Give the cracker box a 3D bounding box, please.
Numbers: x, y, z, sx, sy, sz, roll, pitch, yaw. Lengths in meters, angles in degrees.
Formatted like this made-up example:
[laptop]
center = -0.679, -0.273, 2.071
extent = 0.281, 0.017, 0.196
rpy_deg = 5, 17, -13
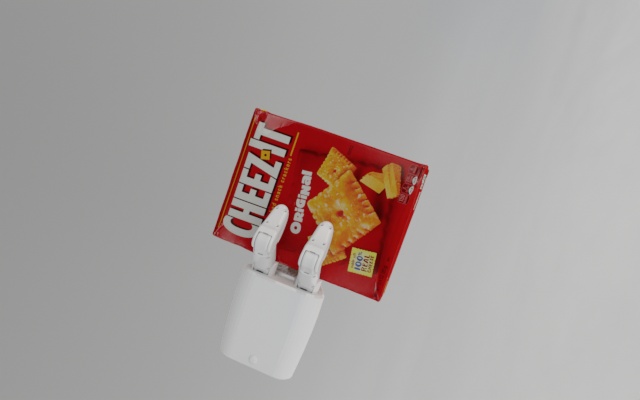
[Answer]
[cracker box]
center = 0.000, 0.002, 0.568
extent = 0.213, 0.164, 0.072
rpy_deg = 20, 4, 10
